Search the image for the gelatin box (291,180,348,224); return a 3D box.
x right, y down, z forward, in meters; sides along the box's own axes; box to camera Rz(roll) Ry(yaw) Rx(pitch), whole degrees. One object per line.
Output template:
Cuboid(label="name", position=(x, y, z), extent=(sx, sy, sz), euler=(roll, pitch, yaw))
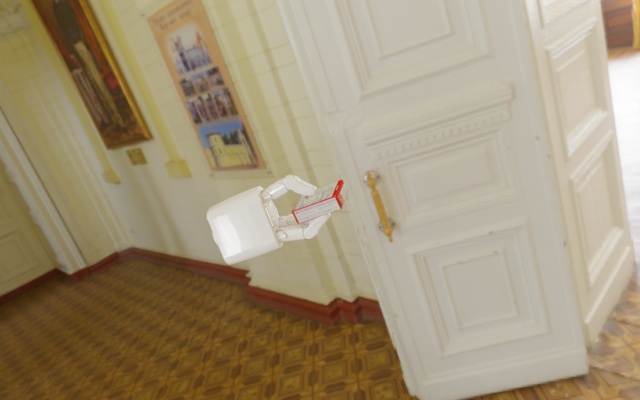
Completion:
Cuboid(label="gelatin box", position=(0.000, 0.002, 0.844), extent=(0.089, 0.030, 0.073), euler=(-21, 19, 20))
